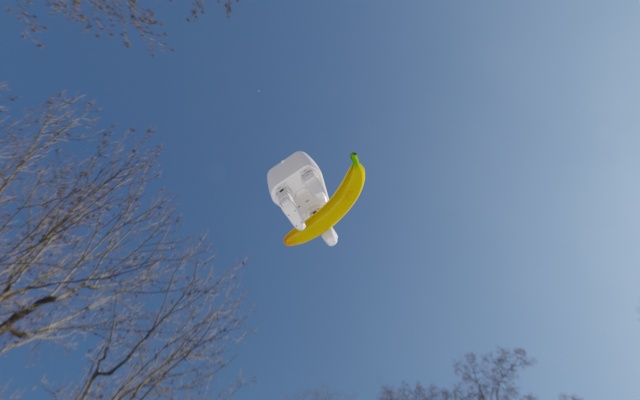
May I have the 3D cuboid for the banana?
[{"bbox_3d":[0.016,0.007,0.800,0.070,0.198,0.037,27,19,-31],"label":"banana"}]
